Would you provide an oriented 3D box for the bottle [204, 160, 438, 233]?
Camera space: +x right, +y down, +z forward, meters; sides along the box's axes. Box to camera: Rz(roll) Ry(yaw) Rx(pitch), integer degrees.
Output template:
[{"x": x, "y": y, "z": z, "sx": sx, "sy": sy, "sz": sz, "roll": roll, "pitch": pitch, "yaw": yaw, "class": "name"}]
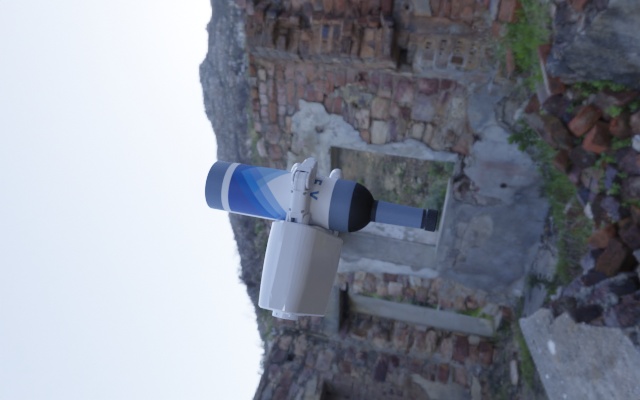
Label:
[{"x": 0.000, "y": 0.002, "z": 0.616, "sx": 0.295, "sy": 0.069, "sz": 0.069, "roll": 9, "pitch": 2, "yaw": 12, "class": "bottle"}]
